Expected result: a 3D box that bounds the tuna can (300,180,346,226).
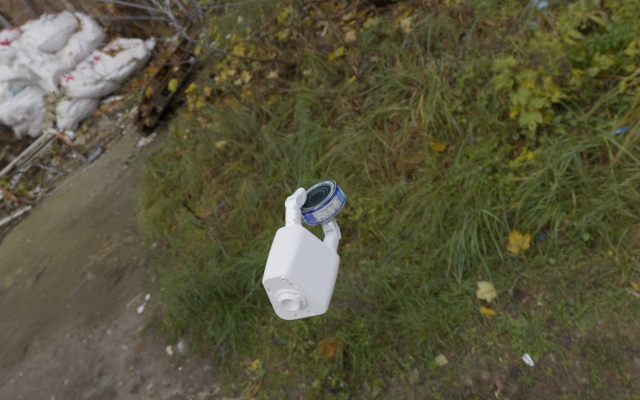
[{"bbox_3d":[0.000,0.002,0.839,0.086,0.034,0.086,-27,28,16],"label":"tuna can"}]
